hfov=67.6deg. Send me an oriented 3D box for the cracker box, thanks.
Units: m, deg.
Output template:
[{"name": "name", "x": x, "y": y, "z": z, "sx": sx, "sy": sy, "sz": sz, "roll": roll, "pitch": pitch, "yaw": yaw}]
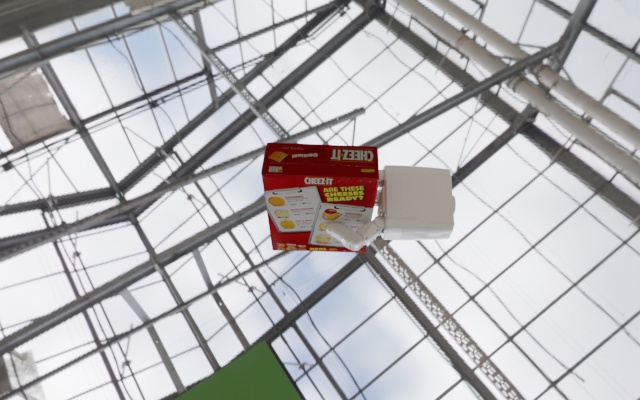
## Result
[{"name": "cracker box", "x": 0.000, "y": 0.003, "z": 0.754, "sx": 0.164, "sy": 0.072, "sz": 0.214, "roll": 2, "pitch": -35, "yaw": 1}]
